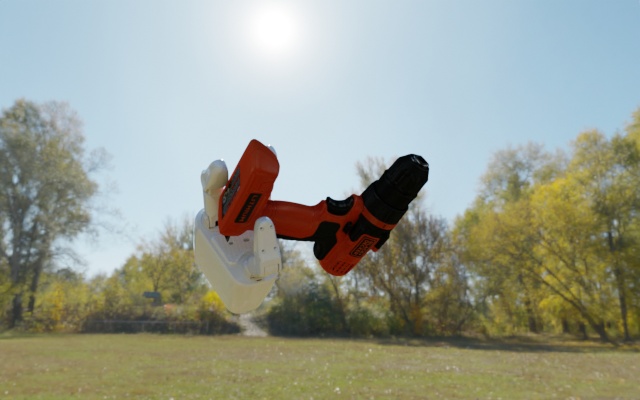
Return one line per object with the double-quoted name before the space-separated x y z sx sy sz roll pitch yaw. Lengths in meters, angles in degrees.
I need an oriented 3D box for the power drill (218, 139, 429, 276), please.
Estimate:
"power drill" 0.000 0.002 0.506 0.188 0.184 0.057 18 36 -25
